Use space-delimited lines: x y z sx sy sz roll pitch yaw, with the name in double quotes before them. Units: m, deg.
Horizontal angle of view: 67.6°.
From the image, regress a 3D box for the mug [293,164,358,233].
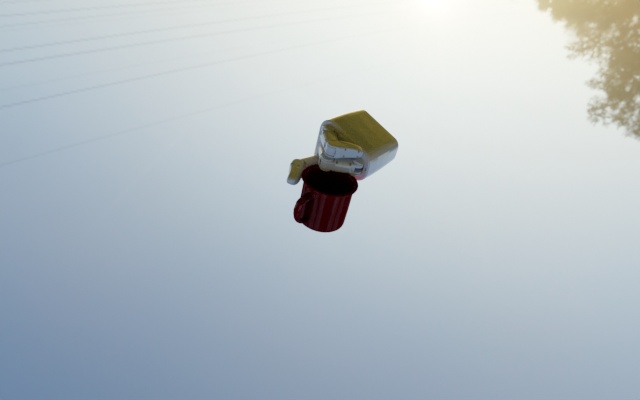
"mug" -0.001 0.003 0.776 0.093 0.081 0.117 33 39 26
